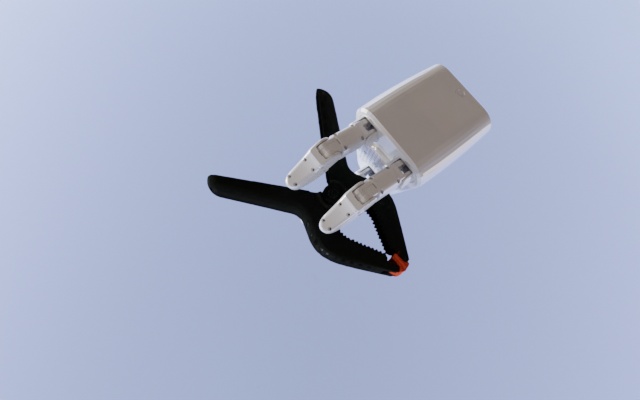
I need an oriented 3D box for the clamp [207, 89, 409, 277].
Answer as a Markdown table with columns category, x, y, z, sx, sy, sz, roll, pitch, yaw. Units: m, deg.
| category | x | y | z | sx | sy | sz | roll | pitch | yaw |
| --- | --- | --- | --- | --- | --- | --- | --- | --- | --- |
| clamp | 0.001 | 0.002 | 0.483 | 0.164 | 0.210 | 0.036 | -35 | -13 | -13 |
